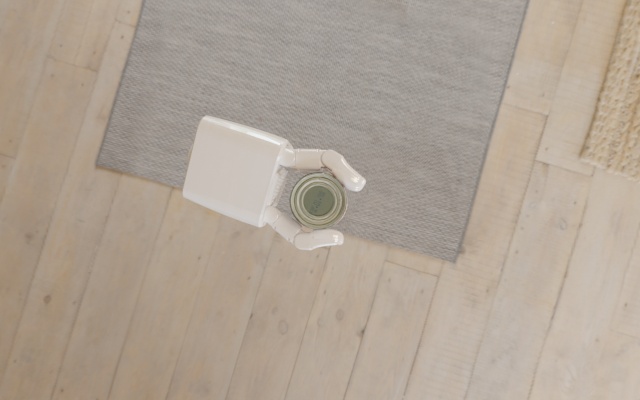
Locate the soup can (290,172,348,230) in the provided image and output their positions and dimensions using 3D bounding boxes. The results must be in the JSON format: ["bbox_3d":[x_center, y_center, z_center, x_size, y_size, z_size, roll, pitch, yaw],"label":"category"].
[{"bbox_3d":[0.001,0.002,0.592,0.068,0.068,0.102,0,-2,3],"label":"soup can"}]
